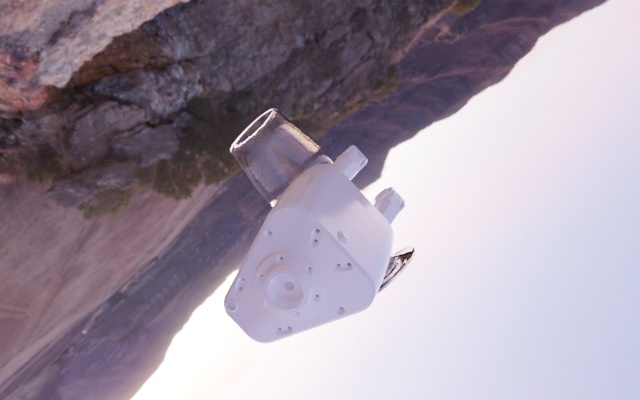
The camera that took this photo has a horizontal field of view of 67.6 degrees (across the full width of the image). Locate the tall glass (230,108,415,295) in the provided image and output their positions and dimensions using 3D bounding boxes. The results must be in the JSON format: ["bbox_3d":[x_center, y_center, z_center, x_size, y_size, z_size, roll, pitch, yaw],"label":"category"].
[{"bbox_3d":[0.001,0.002,0.480,0.079,0.201,0.079,-43,3,3],"label":"tall glass"}]
